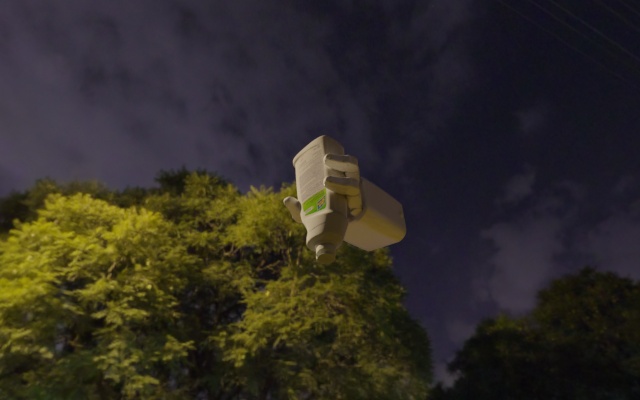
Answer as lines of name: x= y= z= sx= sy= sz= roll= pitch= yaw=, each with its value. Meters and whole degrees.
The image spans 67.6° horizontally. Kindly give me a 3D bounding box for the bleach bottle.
bleach bottle: x=0.000 y=0.003 z=0.821 sx=0.068 sy=0.250 sz=0.102 roll=31 pitch=-52 yaw=-30
